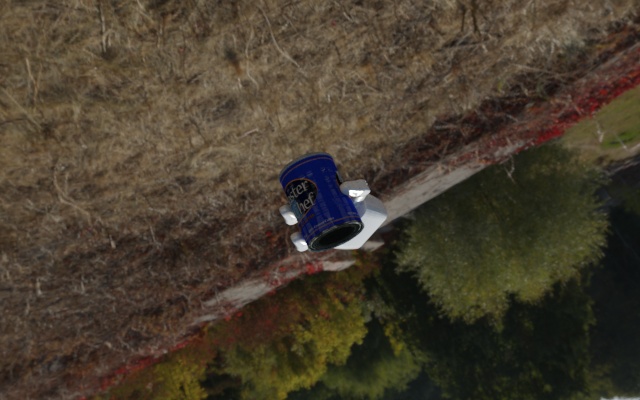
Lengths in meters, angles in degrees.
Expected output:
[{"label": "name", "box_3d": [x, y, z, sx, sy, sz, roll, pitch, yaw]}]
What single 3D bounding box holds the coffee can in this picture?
[{"label": "coffee can", "box_3d": [0.000, 0.002, 0.814, 0.103, 0.140, 0.103, -20, -22, -9]}]
